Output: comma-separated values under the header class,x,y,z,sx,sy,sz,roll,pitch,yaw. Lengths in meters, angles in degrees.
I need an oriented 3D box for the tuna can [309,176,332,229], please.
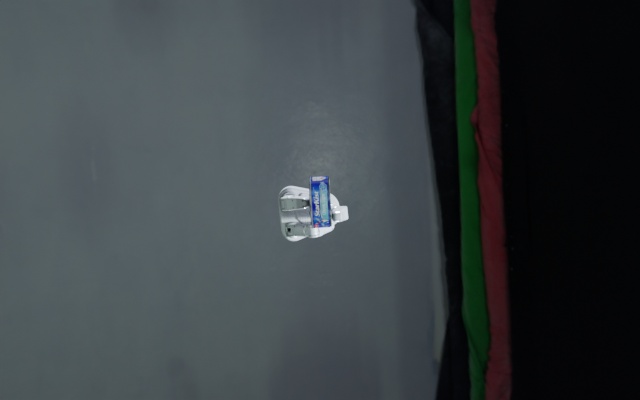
class,x,y,z,sx,sy,sz,roll,pitch,yaw
tuna can,0.001,0.003,0.785,0.034,0.086,0.086,-3,0,1
